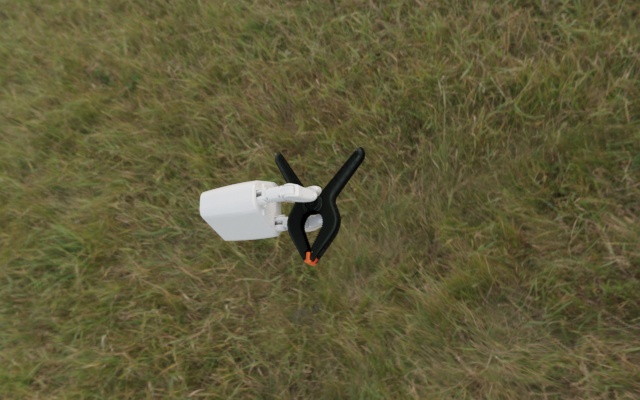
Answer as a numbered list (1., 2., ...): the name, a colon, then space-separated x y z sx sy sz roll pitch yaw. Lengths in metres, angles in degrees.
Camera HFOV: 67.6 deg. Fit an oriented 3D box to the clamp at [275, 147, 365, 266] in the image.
1. clamp: 0.000 0.003 0.808 0.164 0.210 0.036 -9 -20 19
